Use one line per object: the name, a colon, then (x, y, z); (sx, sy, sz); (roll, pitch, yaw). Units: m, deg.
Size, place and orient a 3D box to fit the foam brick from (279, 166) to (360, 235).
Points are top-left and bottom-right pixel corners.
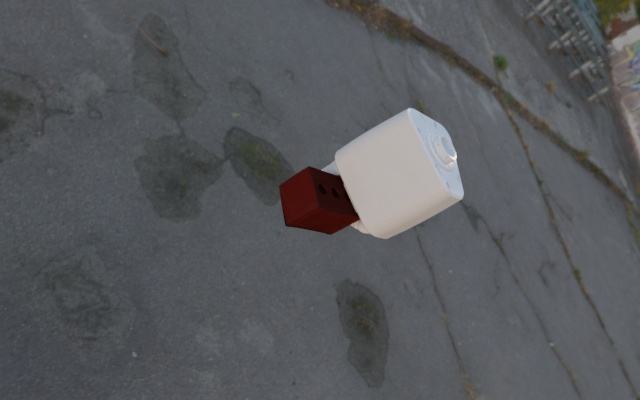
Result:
foam brick: (0.000, 0.002, 0.545); (0.051, 0.053, 0.078); (-30, -29, 34)
